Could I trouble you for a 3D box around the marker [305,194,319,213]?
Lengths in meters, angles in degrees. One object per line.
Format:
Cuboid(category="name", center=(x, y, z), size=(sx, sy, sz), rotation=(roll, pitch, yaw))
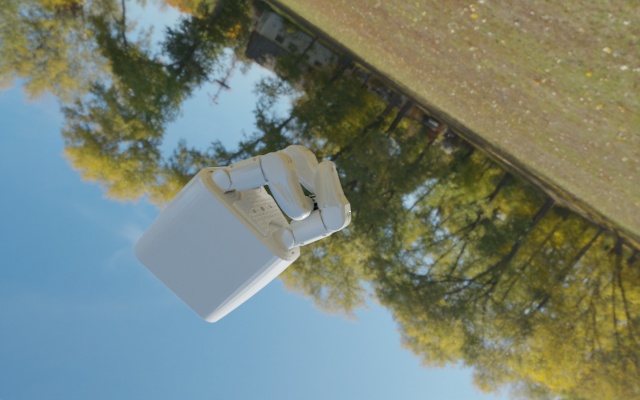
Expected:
Cuboid(category="marker", center=(0.000, 0.001, 0.463), size=(0.020, 0.020, 0.121), rotation=(0, 4, 19))
